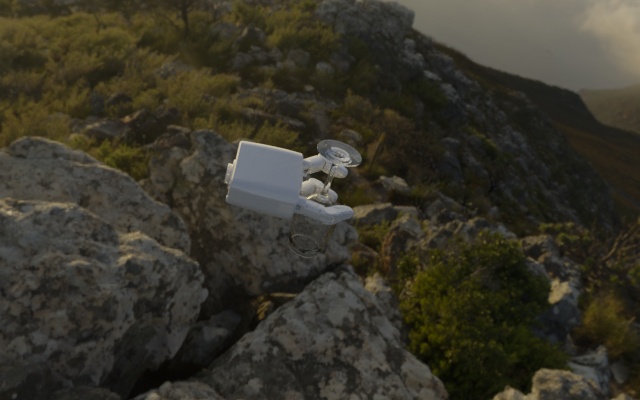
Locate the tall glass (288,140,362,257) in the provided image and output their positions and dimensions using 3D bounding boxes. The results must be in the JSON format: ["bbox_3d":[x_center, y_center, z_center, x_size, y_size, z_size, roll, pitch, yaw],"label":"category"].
[{"bbox_3d":[0.000,0.002,0.803,0.079,0.201,0.079,14,33,-10],"label":"tall glass"}]
